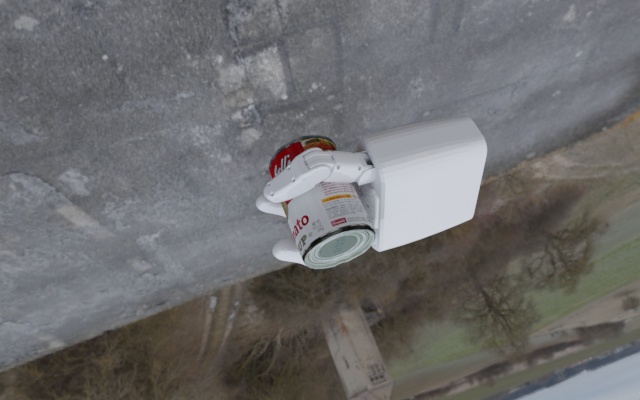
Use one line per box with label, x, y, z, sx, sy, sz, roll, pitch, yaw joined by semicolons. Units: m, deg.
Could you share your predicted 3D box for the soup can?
soup can;0.000;0.002;0.429;0.068;0.102;0.068;-17;-30;-10
